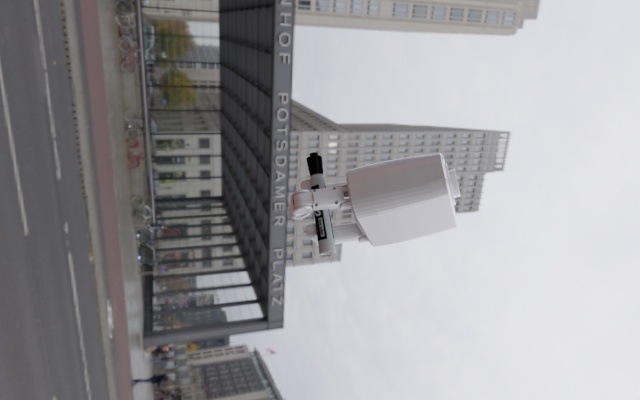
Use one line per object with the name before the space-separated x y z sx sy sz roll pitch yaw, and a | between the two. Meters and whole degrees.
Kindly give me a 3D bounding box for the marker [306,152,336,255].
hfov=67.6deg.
marker | 0.000 0.002 0.551 0.020 0.121 0.020 -7 -15 -2
